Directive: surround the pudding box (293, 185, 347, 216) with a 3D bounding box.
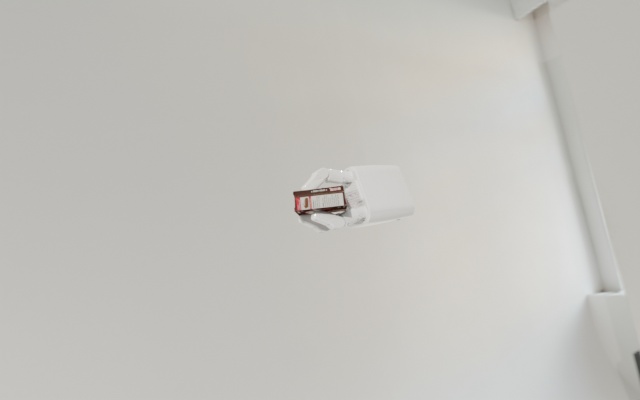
[{"bbox_3d":[0.000,0.003,0.846,0.090,0.039,0.113,-8,-8,1],"label":"pudding box"}]
